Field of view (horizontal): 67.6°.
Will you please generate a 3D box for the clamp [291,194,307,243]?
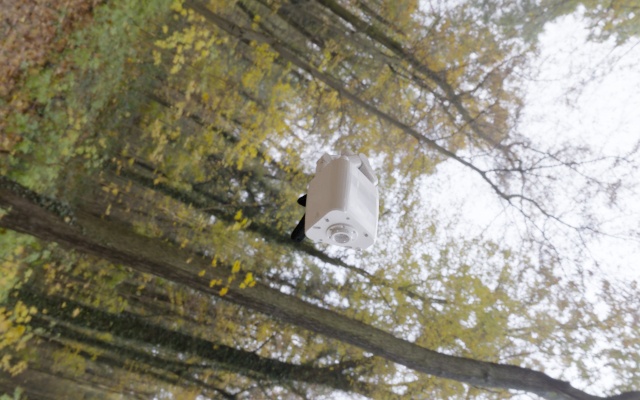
[{"bbox_3d":[0.001,0.003,0.873,0.039,0.120,0.171,26,-44,-22],"label":"clamp"}]
